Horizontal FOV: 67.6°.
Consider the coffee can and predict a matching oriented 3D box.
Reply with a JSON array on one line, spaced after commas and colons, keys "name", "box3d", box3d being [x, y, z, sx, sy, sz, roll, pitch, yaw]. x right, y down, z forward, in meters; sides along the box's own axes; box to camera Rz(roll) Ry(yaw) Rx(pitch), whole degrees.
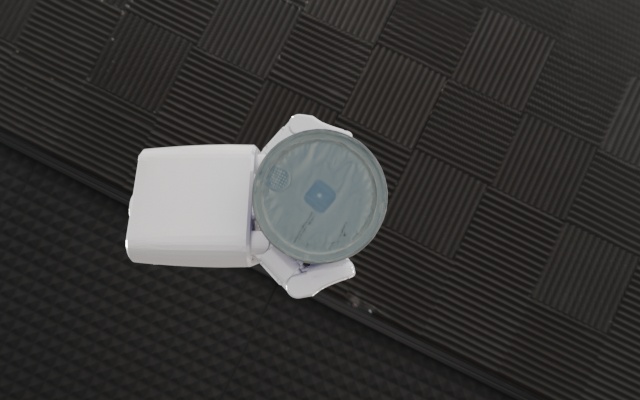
[{"name": "coffee can", "box3d": [0.000, 0.001, 0.427, 0.103, 0.103, 0.140, 0, -4, 1]}]
